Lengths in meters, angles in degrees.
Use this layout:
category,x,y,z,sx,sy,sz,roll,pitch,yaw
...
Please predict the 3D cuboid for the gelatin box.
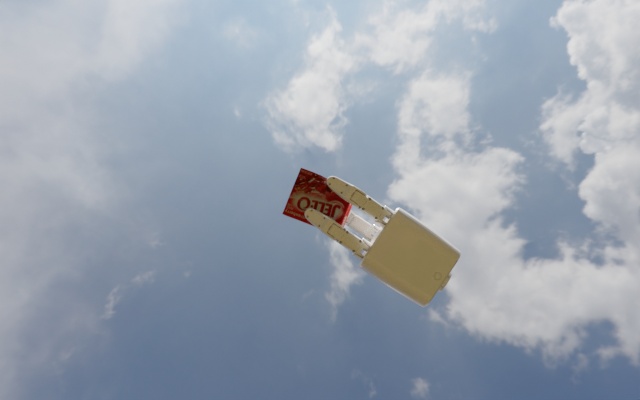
category,x,y,z,sx,sy,sz,roll,pitch,yaw
gelatin box,0.000,0.002,0.688,0.089,0.073,0.030,21,-4,14
